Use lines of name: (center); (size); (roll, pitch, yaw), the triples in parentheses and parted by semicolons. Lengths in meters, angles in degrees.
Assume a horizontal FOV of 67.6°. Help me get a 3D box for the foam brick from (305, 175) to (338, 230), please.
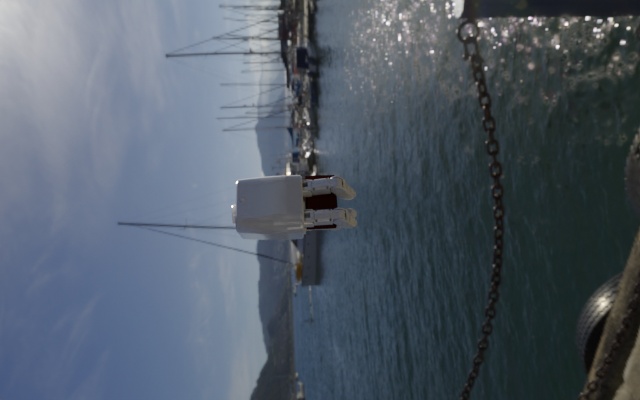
foam brick: (0.000, 0.002, 0.800); (0.051, 0.078, 0.053); (-2, -29, -3)
